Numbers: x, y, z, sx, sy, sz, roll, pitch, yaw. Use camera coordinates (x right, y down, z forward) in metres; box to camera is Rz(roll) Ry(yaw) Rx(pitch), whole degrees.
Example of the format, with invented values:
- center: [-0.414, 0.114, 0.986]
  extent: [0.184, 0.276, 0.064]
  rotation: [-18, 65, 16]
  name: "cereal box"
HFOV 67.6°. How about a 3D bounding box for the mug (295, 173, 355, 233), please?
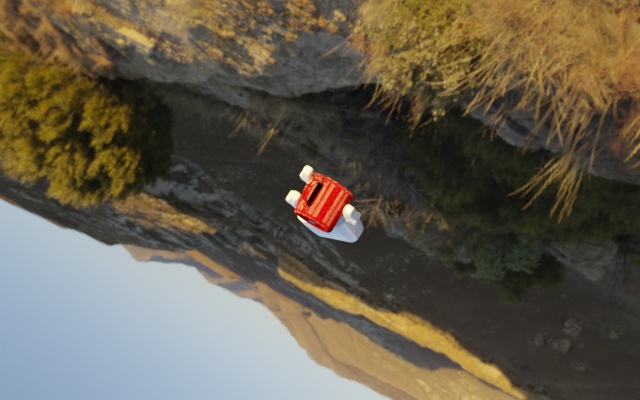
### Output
- center: [0.000, 0.003, 0.887]
  extent: [0.093, 0.081, 0.117]
  rotation: [25, -12, 31]
  name: "mug"
